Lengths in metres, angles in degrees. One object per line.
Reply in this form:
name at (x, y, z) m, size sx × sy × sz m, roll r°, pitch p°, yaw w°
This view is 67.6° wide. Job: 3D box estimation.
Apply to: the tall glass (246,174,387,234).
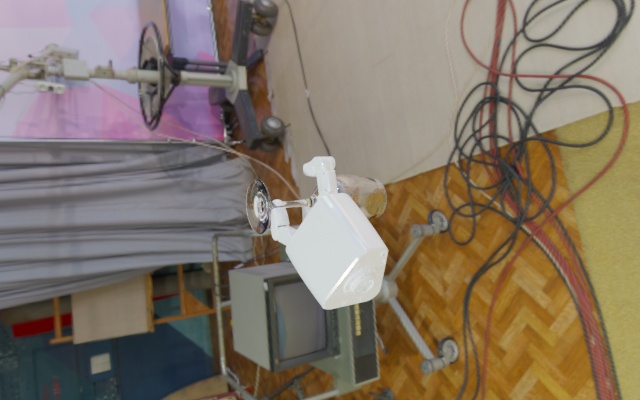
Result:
tall glass at (-0.001, 0.002, 0.689) m, size 0.201 × 0.079 × 0.079 m, roll -5°, pitch 2°, yaw -33°
